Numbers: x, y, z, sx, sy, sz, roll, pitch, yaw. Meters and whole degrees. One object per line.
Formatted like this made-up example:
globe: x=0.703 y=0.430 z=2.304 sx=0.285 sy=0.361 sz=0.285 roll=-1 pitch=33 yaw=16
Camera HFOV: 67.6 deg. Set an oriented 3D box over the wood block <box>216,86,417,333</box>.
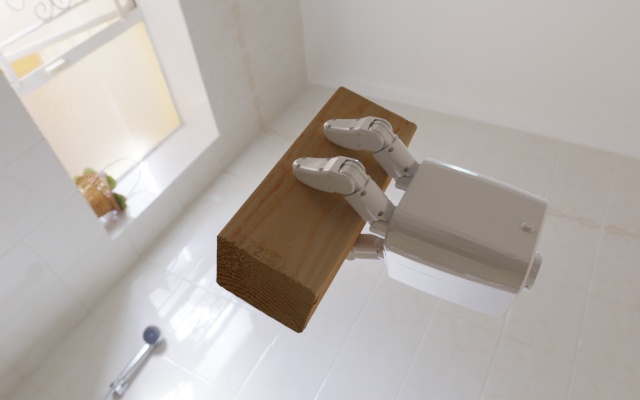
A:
wood block: x=0.000 y=0.002 z=0.440 sx=0.090 sy=0.206 sz=0.091 roll=29 pitch=-35 yaw=9
